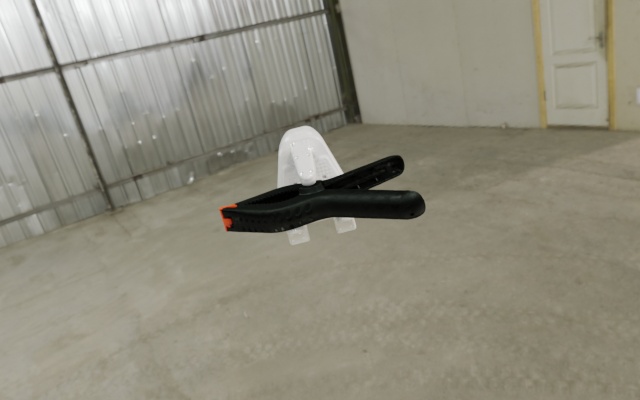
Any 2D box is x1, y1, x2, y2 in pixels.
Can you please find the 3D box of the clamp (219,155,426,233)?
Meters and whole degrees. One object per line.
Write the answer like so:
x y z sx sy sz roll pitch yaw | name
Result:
-0.001 0.001 0.483 0.210 0.036 0.164 -14 16 0 | clamp
